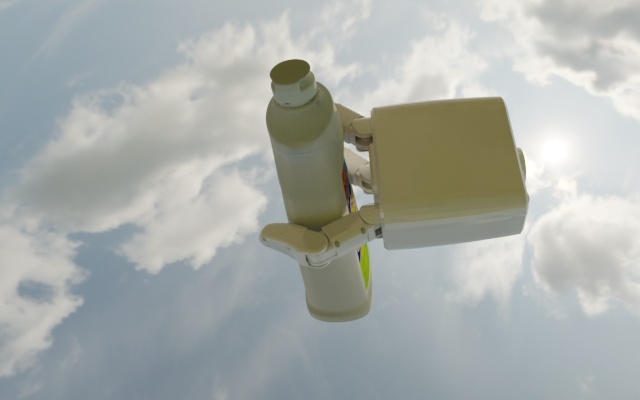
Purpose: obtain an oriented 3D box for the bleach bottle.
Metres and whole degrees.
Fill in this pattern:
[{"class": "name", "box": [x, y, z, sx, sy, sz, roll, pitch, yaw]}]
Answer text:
[{"class": "bleach bottle", "box": [0.000, 0.001, 0.405, 0.068, 0.102, 0.251, -5, -41, 8]}]
